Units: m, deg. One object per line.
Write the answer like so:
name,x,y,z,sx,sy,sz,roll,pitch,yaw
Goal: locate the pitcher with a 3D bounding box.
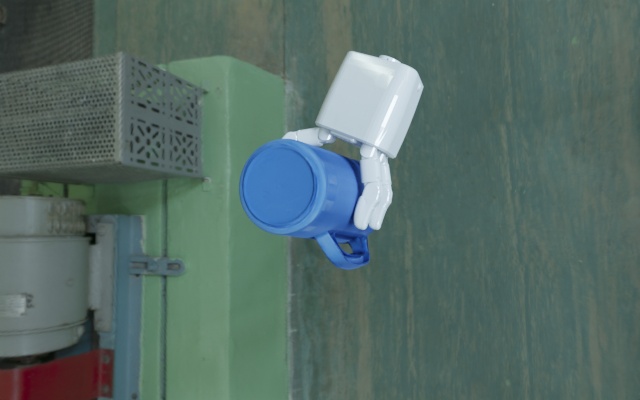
pitcher,0.000,0.002,0.630,0.149,0.145,0.243,24,5,20
